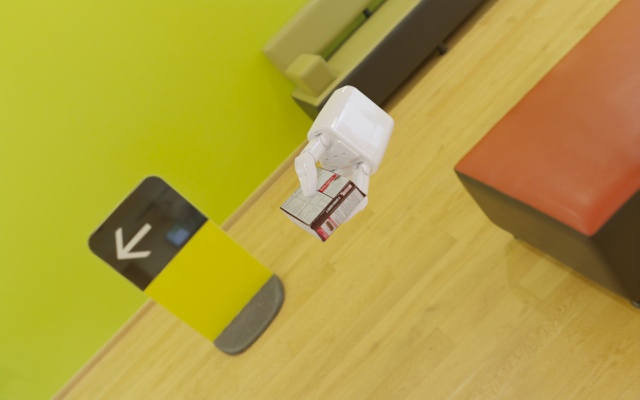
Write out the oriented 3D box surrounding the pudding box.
[{"bbox_3d":[0.000,0.002,0.688,0.039,0.090,0.113,46,-9,-27],"label":"pudding box"}]
